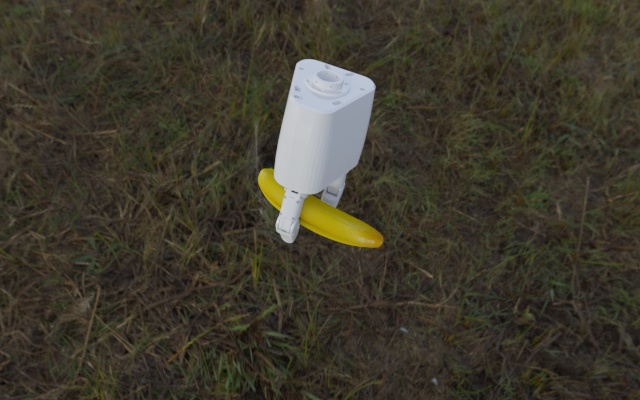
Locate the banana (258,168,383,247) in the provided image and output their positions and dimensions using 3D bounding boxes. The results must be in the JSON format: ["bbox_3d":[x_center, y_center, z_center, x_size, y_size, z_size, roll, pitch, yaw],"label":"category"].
[{"bbox_3d":[-0.014,0.005,0.592,0.197,0.037,0.069,34,33,27],"label":"banana"}]
